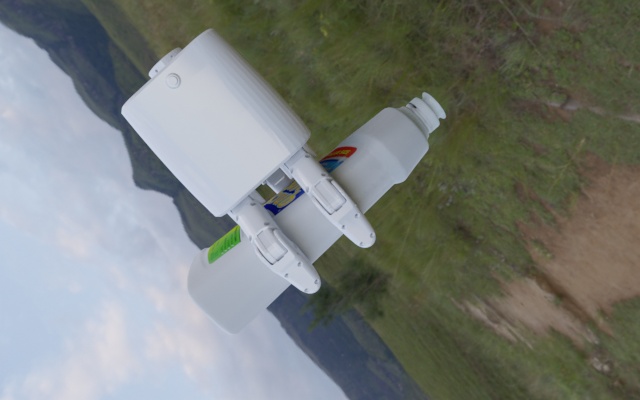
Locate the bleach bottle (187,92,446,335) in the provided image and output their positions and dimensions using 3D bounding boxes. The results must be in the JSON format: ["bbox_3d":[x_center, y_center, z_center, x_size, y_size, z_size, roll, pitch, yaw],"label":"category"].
[{"bbox_3d":[0.000,0.001,0.413,0.251,0.068,0.102,-41,14,3],"label":"bleach bottle"}]
